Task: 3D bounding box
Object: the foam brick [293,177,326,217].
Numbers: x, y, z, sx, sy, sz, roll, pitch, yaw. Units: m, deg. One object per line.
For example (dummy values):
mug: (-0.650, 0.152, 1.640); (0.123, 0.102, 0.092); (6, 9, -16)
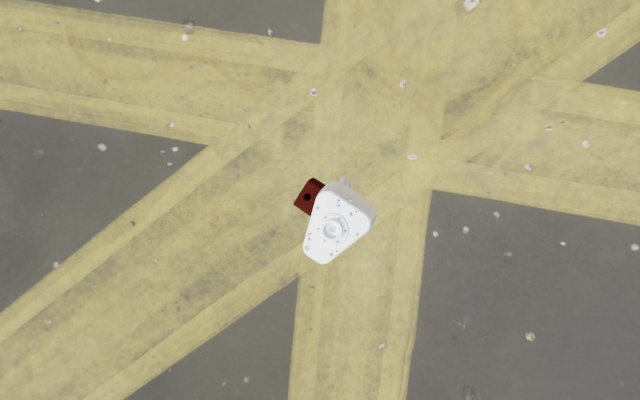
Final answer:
foam brick: (0.000, 0.003, 0.838); (0.078, 0.053, 0.051); (34, 13, 4)
